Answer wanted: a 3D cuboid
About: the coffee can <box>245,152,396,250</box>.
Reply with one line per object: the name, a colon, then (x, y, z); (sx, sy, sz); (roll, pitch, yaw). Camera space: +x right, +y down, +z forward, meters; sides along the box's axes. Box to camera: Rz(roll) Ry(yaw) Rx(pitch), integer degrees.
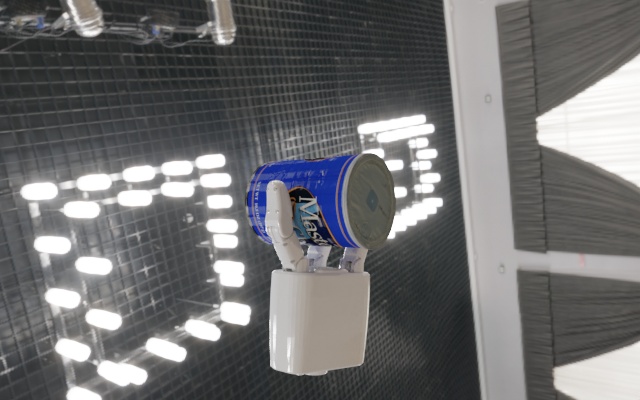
coffee can: (0.000, 0.002, 0.544); (0.140, 0.103, 0.103); (-1, -1, 36)
